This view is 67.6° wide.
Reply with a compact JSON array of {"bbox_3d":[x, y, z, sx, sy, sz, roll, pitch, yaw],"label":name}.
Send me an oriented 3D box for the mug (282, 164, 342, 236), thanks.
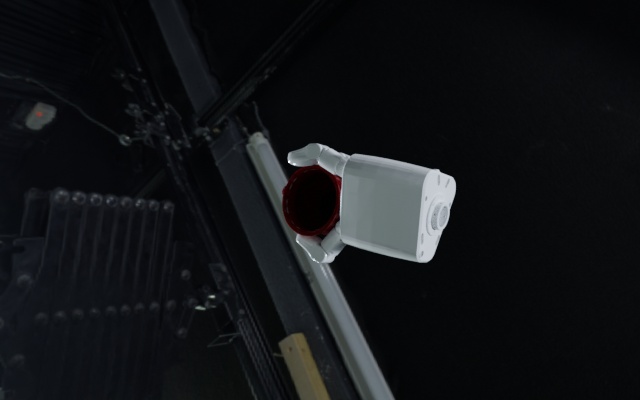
[{"bbox_3d":[-0.001,0.002,0.651,0.117,0.093,0.081,15,1,37],"label":"mug"}]
